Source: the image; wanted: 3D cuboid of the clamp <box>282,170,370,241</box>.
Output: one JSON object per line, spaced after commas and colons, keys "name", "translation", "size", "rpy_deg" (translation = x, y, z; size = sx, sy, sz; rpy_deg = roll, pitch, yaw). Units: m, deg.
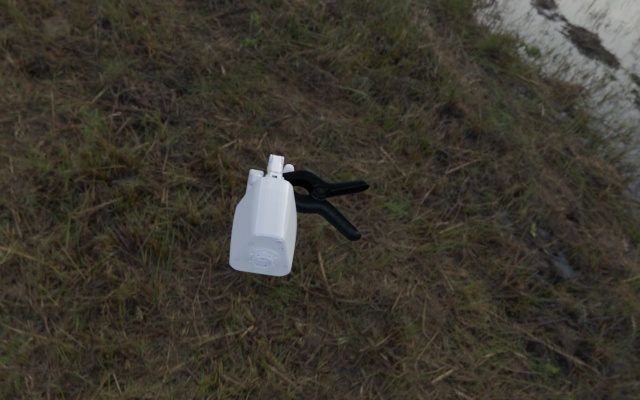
{"name": "clamp", "translation": [0.000, 0.002, 0.784], "size": [0.171, 0.120, 0.039], "rpy_deg": [10, -41, -10]}
